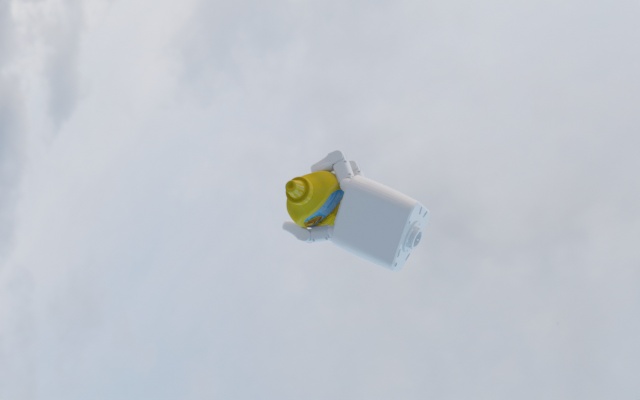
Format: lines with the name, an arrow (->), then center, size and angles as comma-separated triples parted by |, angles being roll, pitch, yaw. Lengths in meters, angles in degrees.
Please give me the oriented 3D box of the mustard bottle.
mustard bottle -> 0.000, 0.002, 0.746 | 0.096, 0.058, 0.192 | -43, -27, 10
